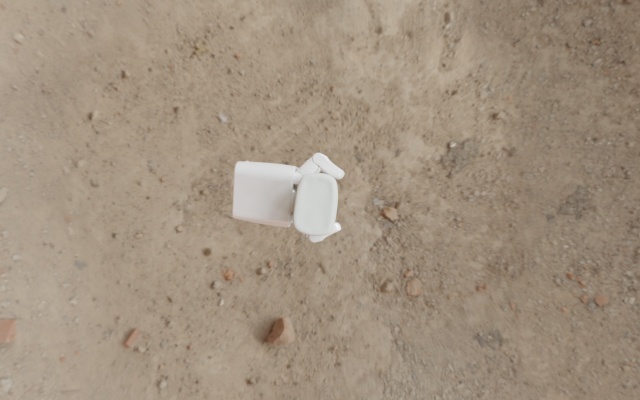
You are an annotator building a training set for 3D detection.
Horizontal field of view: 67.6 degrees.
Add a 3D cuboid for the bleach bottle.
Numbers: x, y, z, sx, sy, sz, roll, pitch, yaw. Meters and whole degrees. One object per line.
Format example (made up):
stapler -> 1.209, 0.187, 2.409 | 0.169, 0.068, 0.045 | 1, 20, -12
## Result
bleach bottle -> 0.000, 0.003, 0.873 | 0.068, 0.102, 0.251 | 7, 1, 4
